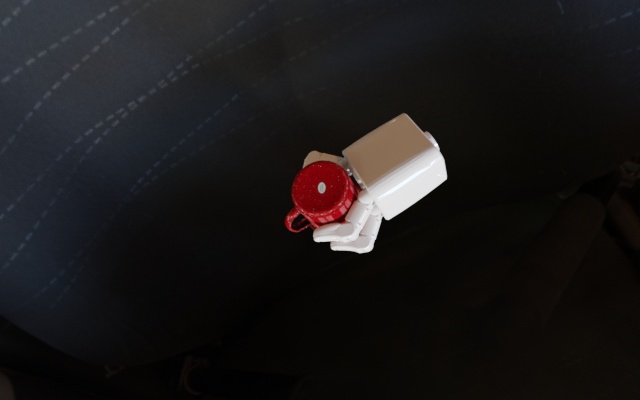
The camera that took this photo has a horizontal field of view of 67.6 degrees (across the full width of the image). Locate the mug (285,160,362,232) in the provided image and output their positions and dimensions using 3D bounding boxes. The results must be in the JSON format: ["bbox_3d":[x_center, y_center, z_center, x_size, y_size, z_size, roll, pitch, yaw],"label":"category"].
[{"bbox_3d":[-0.001,0.003,0.662,0.117,0.093,0.081,-34,-25,4],"label":"mug"}]
